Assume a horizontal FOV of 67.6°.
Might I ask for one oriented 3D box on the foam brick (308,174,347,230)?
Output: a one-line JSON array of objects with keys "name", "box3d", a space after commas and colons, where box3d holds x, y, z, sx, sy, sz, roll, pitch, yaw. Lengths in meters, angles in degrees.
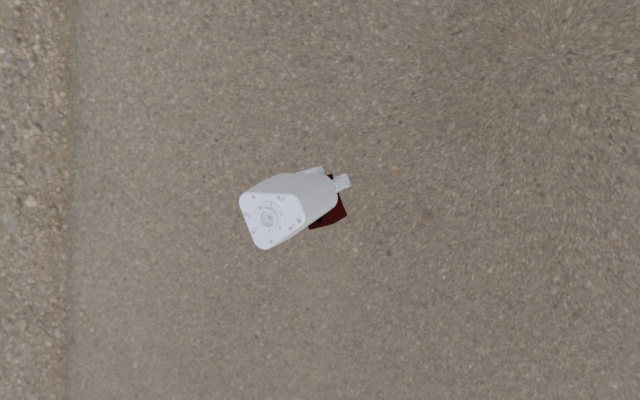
[{"name": "foam brick", "box3d": [0.000, 0.003, 0.800, 0.053, 0.078, 0.051, -16, 9, 33]}]
